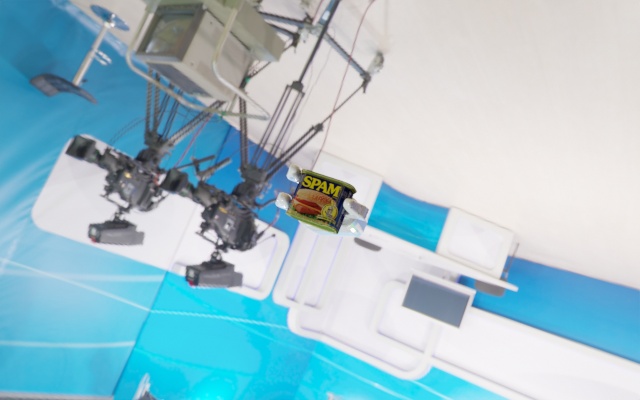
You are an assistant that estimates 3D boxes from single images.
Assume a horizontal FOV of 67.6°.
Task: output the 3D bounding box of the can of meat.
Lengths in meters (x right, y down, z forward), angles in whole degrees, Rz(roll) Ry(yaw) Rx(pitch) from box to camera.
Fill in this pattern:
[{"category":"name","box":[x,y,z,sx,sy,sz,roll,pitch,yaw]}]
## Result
[{"category":"can of meat","box":[0.000,0.003,0.829,0.102,0.084,0.057,19,-10,19]}]
